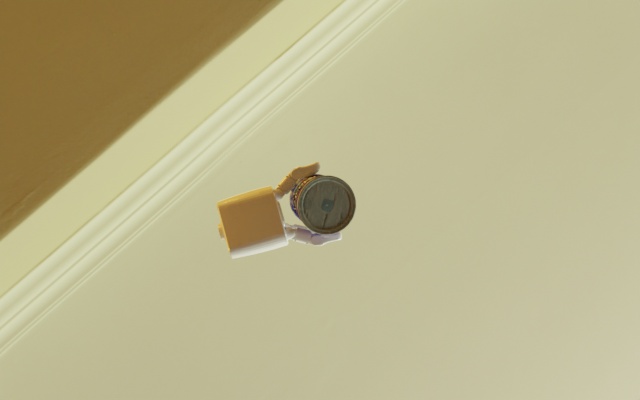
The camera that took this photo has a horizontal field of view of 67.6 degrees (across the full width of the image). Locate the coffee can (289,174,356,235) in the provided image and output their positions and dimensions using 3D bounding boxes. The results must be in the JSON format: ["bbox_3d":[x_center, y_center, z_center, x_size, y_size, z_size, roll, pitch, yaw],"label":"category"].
[{"bbox_3d":[0.000,0.003,0.885,0.103,0.103,0.140,0,5,-10],"label":"coffee can"}]
